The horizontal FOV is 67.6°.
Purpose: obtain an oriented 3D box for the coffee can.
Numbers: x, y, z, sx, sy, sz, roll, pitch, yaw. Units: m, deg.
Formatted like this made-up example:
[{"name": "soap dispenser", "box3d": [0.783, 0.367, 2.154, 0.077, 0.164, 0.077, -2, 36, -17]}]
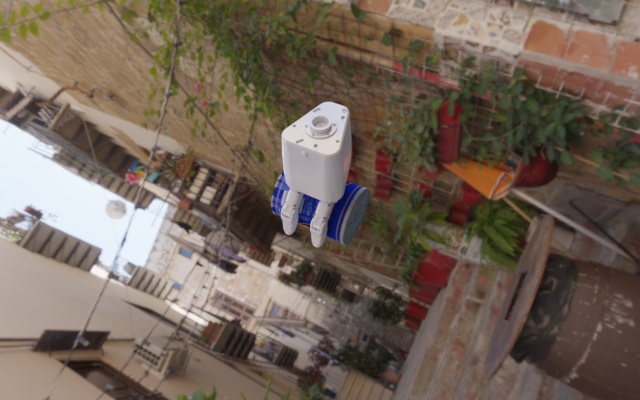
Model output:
[{"name": "coffee can", "box3d": [0.000, 0.003, 0.824, 0.140, 0.103, 0.103, 22, 7, 18]}]
